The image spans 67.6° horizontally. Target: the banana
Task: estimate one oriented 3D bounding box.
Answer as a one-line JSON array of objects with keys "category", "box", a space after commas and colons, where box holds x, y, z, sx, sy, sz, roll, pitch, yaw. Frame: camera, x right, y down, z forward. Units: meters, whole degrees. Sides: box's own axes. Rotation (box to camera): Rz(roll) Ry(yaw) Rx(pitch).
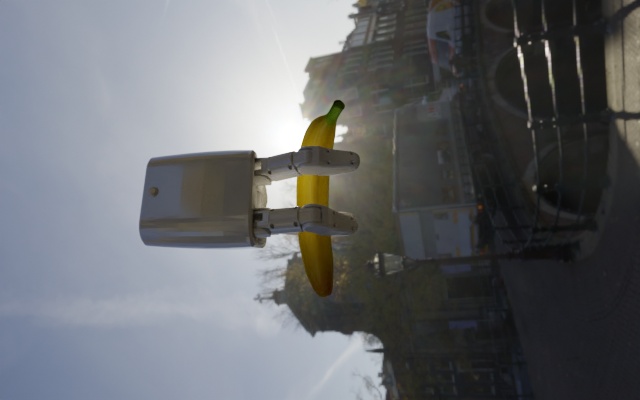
[{"category": "banana", "box": [-0.004, -0.002, 0.502, 0.037, 0.198, 0.069, 2, 0, -14]}]
